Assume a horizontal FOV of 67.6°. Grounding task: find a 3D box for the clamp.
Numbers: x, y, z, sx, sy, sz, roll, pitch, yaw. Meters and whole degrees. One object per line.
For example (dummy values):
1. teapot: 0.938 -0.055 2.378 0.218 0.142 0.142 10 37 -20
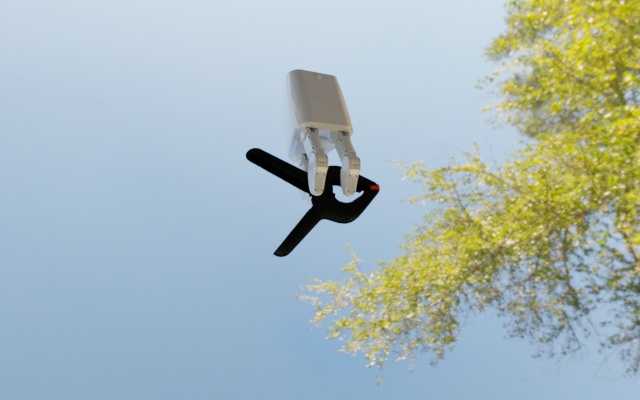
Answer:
1. clamp: 0.000 0.002 0.702 0.210 0.164 0.036 2 -26 -29
